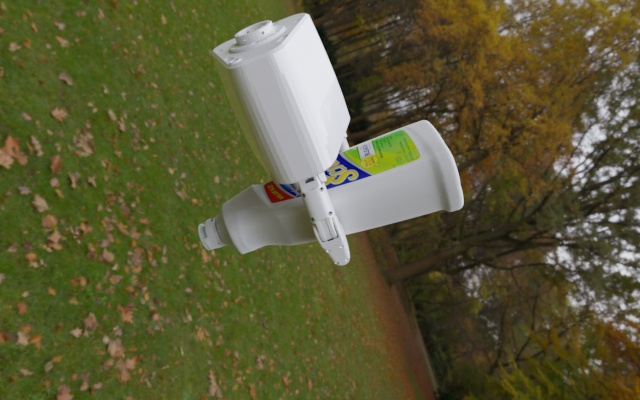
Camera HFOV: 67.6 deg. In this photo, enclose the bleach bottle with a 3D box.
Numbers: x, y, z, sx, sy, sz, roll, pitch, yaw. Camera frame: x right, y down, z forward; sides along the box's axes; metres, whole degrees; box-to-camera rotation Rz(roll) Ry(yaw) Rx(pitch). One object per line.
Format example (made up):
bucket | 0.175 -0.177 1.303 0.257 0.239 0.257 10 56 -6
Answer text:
bleach bottle | 0.000 0.001 0.467 0.251 0.068 0.102 -19 32 6
